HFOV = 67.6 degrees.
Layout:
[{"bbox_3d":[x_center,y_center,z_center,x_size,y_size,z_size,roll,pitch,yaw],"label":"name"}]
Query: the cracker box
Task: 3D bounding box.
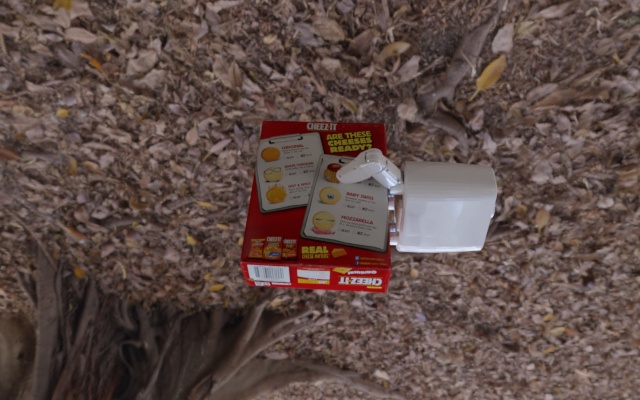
[{"bbox_3d":[0.000,0.002,0.587,0.164,0.213,0.072,2,-36,2],"label":"cracker box"}]
